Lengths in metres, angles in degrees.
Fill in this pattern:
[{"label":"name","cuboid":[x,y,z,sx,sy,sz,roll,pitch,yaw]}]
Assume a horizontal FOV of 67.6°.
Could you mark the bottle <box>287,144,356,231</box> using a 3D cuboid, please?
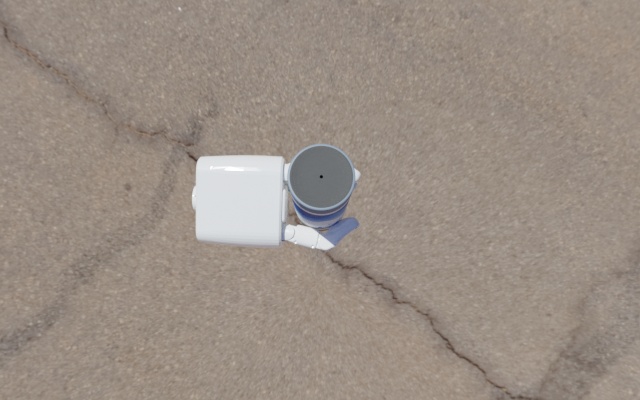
[{"label":"bottle","cuboid":[0.000,0.002,0.606,0.069,0.069,0.296,0,-10,0]}]
